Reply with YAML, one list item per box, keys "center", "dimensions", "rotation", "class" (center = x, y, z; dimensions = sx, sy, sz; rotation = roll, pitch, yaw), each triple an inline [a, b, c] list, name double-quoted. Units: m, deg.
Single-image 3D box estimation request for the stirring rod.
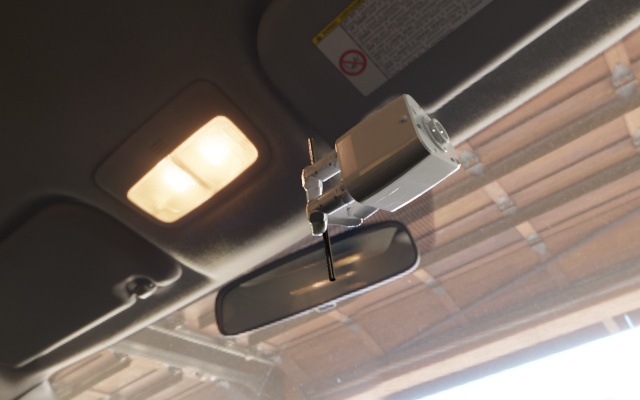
- center: [0.000, 0.002, 0.649]
  dimensions: [0.011, 0.239, 0.011]
  rotation: [-5, -38, -4]
  class: "stirring rod"
